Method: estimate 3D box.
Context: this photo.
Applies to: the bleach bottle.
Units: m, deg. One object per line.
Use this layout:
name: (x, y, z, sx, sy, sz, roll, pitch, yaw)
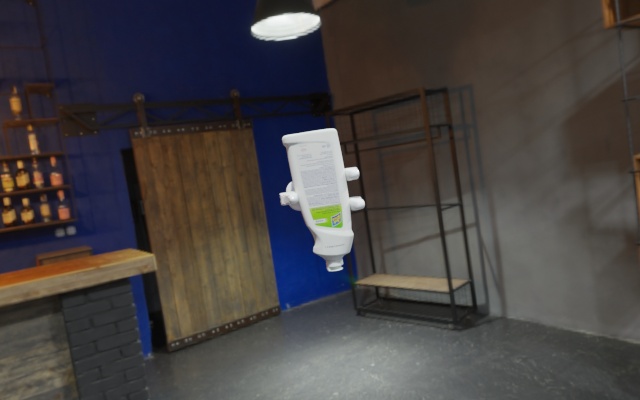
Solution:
bleach bottle: (0.000, 0.003, 0.859, 0.102, 0.251, 0.068, -8, 4, 6)
